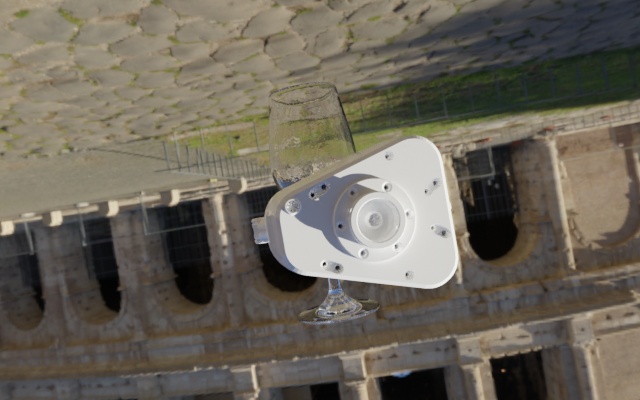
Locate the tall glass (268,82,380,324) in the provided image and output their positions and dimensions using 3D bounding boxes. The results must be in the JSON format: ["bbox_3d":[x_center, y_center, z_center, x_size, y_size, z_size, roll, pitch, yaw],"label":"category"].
[{"bbox_3d":[0.000,0.002,0.427,0.079,0.201,0.079,-10,0,0],"label":"tall glass"}]
